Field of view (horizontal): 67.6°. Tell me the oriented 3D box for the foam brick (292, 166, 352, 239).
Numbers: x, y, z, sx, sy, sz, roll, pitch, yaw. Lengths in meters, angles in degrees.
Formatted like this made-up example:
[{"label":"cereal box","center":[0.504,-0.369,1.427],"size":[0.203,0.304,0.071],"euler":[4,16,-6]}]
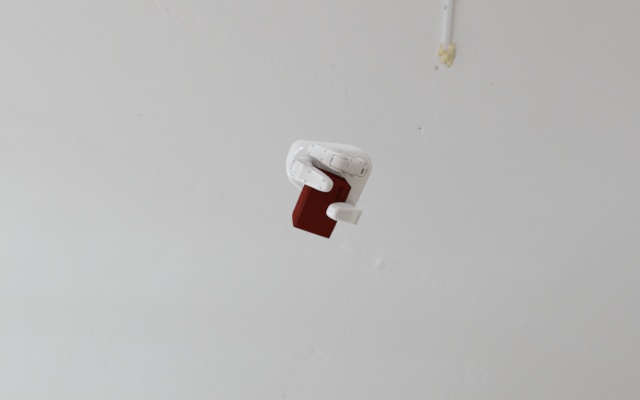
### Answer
[{"label":"foam brick","center":[0.000,0.002,0.635],"size":[0.053,0.078,0.051],"euler":[22,11,-12]}]
